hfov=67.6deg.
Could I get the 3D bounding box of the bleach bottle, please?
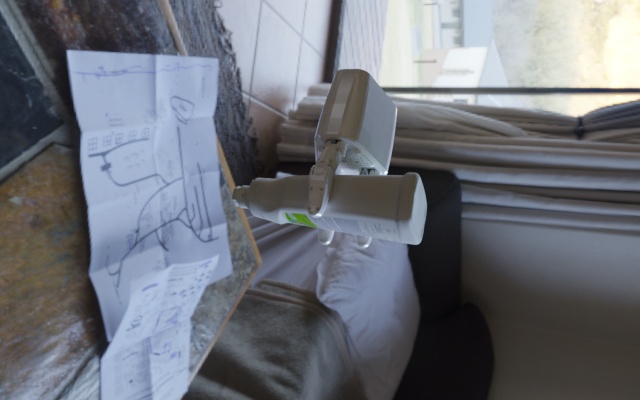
[{"bbox_3d":[0.000,0.002,0.600,0.251,0.068,0.103,6,-22,22],"label":"bleach bottle"}]
